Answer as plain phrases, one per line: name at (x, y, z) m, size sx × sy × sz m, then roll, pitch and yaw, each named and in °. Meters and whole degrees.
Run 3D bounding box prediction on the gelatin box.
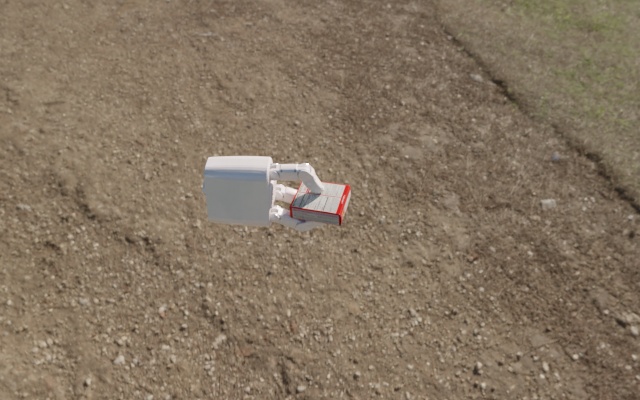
gelatin box at (0.000, 0.002, 0.805) m, size 0.089 × 0.030 × 0.073 m, roll 8°, pitch 44°, yaw 14°
